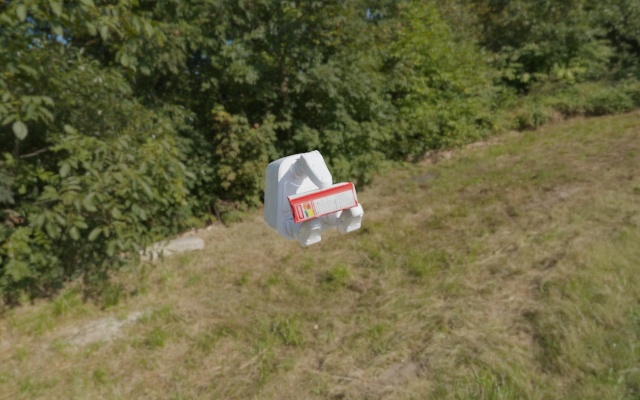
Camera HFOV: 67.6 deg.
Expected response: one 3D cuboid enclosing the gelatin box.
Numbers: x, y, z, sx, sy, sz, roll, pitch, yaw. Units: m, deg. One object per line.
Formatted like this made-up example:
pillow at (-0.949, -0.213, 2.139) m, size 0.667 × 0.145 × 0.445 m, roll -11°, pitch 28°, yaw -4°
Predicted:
gelatin box at (0.000, 0.001, 0.561) m, size 0.073 × 0.030 × 0.089 m, roll -15°, pitch 4°, yaw -5°
